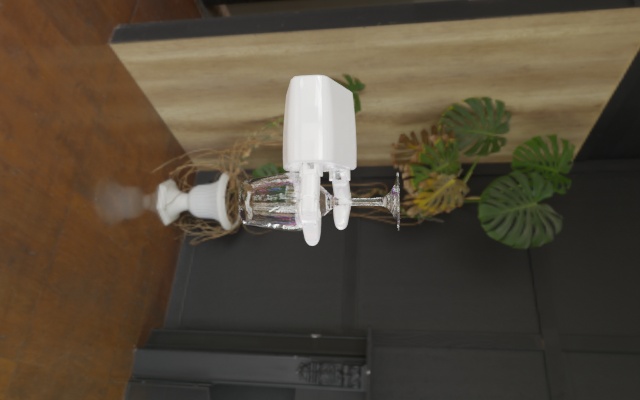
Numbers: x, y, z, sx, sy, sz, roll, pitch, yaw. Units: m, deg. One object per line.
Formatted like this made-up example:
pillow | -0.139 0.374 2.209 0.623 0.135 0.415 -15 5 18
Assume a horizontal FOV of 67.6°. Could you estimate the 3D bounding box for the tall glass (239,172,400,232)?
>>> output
tall glass | 0.001 0.002 0.616 0.201 0.079 0.079 -1 0 9
